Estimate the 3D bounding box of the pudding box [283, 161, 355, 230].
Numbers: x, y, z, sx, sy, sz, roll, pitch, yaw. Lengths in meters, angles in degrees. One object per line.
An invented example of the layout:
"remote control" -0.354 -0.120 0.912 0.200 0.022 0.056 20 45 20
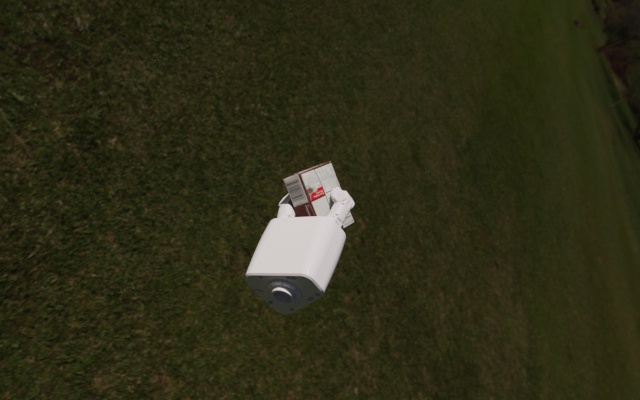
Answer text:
"pudding box" 0.000 0.002 0.753 0.039 0.113 0.090 -17 5 38
